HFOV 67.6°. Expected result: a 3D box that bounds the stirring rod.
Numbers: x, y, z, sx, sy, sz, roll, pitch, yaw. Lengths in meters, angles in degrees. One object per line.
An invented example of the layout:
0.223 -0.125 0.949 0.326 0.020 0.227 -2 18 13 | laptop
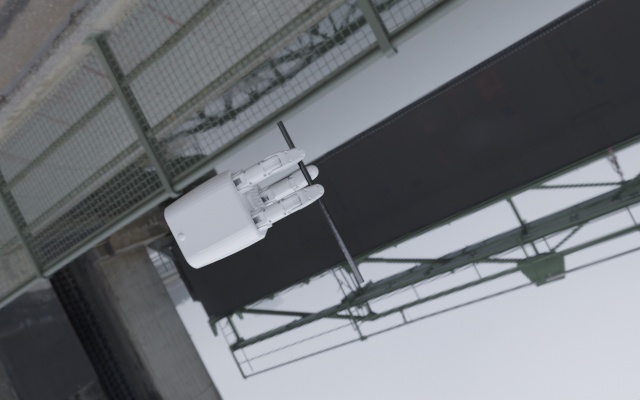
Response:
0.000 0.002 0.635 0.011 0.239 0.011 -27 -1 -1 | stirring rod
